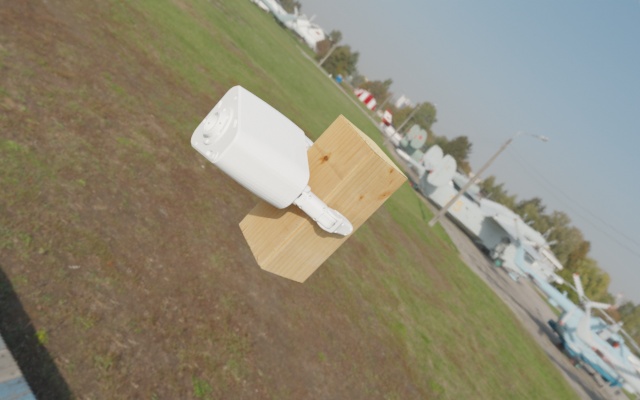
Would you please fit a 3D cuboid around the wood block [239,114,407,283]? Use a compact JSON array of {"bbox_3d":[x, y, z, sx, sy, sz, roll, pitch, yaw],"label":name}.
[{"bbox_3d":[0.000,0.002,0.641,0.090,0.206,0.090,30,19,-47],"label":"wood block"}]
